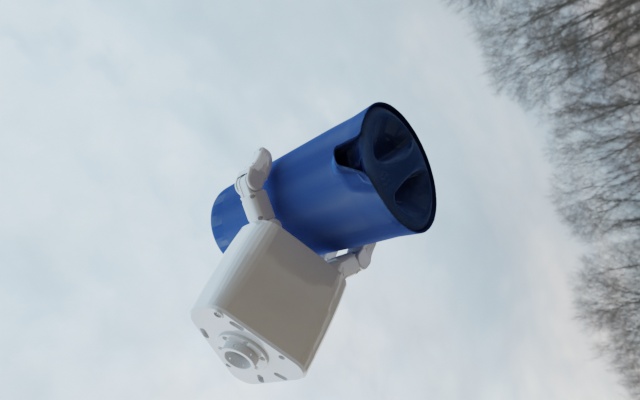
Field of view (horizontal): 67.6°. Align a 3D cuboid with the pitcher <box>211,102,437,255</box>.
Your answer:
[{"bbox_3d":[0.000,0.002,0.534,0.243,0.149,0.145,-21,27,36],"label":"pitcher"}]
